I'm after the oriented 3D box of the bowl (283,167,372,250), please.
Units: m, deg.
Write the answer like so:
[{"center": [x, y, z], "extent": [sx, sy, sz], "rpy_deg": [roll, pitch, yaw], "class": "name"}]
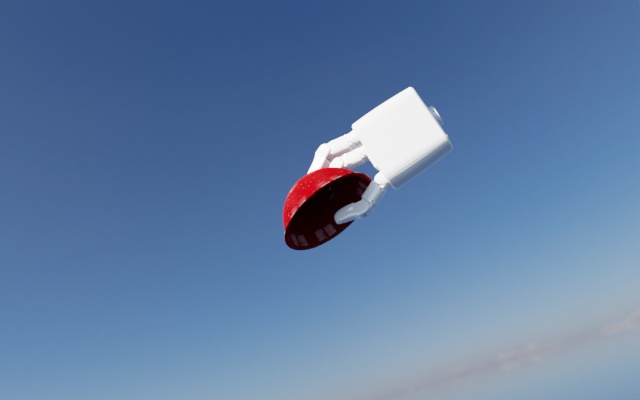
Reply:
[{"center": [-0.001, 0.003, 0.732], "extent": [0.162, 0.162, 0.055], "rpy_deg": [0, 42, -50], "class": "bowl"}]
